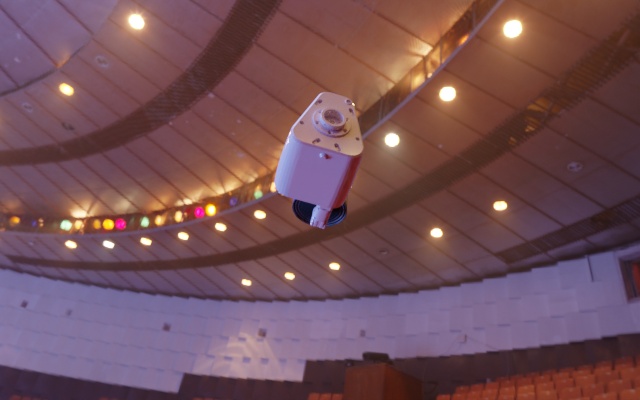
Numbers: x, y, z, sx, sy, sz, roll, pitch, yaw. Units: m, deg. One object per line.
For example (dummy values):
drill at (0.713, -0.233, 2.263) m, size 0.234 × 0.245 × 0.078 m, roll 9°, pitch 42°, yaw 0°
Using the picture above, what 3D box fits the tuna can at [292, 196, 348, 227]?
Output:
tuna can at (0.000, 0.002, 0.749) m, size 0.086 × 0.033 × 0.086 m, roll 4°, pitch -40°, yaw 4°
